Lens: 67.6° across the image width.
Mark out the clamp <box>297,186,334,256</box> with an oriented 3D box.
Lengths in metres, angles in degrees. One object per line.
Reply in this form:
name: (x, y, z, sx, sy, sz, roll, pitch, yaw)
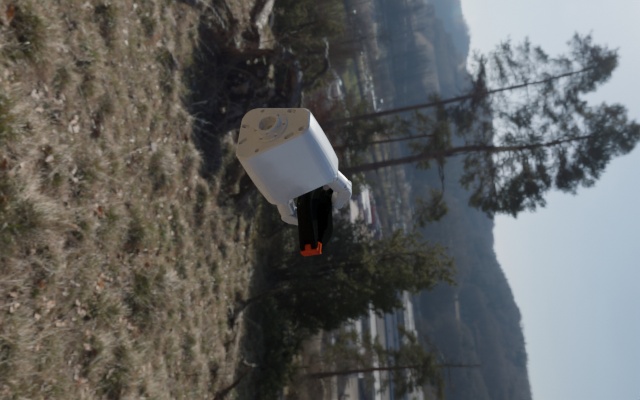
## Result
clamp: (0.001, 0.003, 0.760, 0.036, 0.209, 0.165, -12, -37, 21)
